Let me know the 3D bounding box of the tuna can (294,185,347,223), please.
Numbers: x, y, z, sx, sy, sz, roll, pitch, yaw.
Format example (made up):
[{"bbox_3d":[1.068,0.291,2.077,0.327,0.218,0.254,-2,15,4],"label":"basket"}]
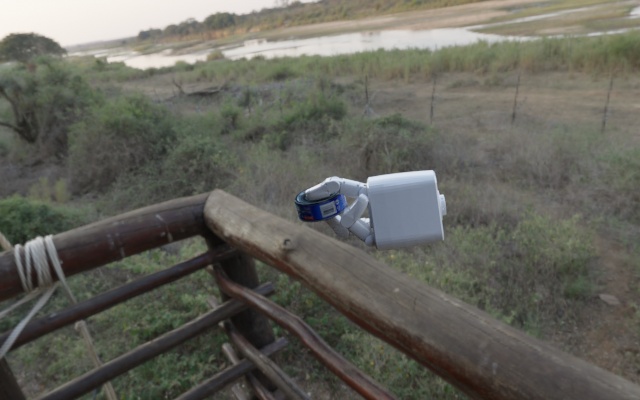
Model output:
[{"bbox_3d":[0.000,0.002,0.803,0.086,0.034,0.086,-13,21,5],"label":"tuna can"}]
